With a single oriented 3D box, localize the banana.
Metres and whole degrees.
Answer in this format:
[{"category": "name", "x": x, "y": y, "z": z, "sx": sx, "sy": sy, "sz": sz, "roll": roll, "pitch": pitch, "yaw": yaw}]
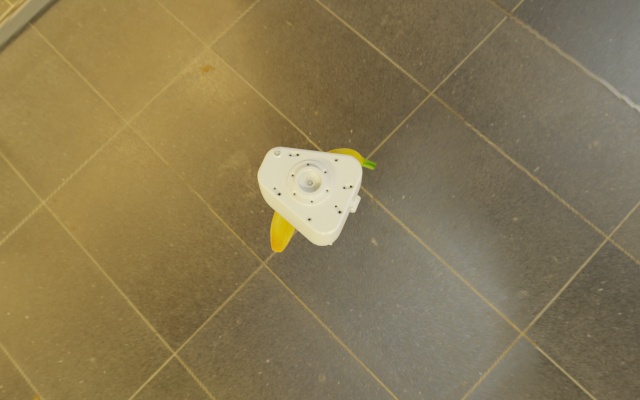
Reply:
[{"category": "banana", "x": -0.010, "y": -0.014, "z": 0.679, "sx": 0.198, "sy": 0.069, "sz": 0.037, "roll": -41, "pitch": 0, "yaw": -9}]
